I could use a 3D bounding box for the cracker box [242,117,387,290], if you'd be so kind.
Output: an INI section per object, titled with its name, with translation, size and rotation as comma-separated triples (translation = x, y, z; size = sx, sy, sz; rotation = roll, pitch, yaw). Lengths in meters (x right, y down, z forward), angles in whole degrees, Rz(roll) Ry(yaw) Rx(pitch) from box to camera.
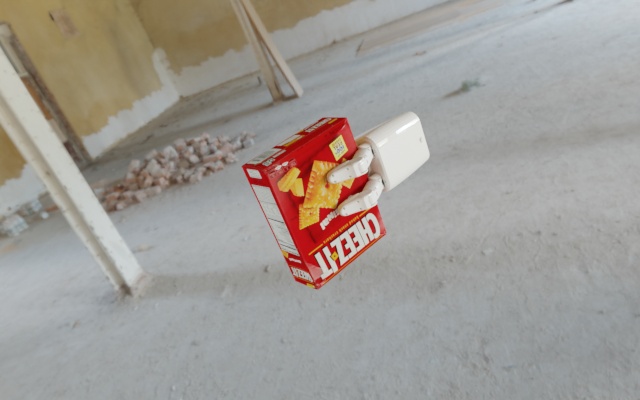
[cracker box]
translation = 0.000, 0.002, 0.736
size = 0.164, 0.214, 0.072
rotation = -35, 26, -27
